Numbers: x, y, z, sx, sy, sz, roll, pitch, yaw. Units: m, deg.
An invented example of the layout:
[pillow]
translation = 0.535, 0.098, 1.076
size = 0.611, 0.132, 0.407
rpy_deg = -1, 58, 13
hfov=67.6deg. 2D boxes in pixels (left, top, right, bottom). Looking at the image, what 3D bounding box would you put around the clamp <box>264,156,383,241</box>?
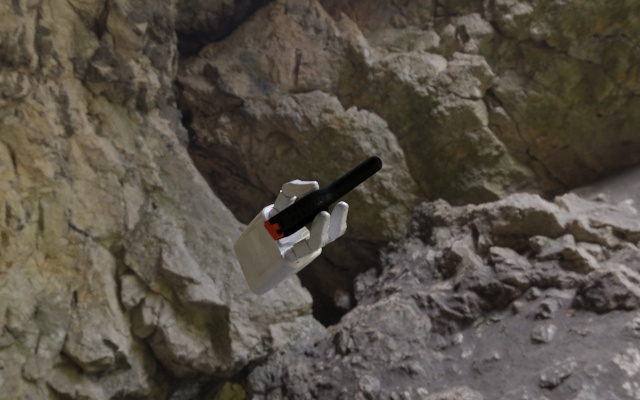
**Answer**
[clamp]
translation = -0.001, 0.002, 0.715
size = 0.165, 0.036, 0.210
rpy_deg = -44, -11, 34
